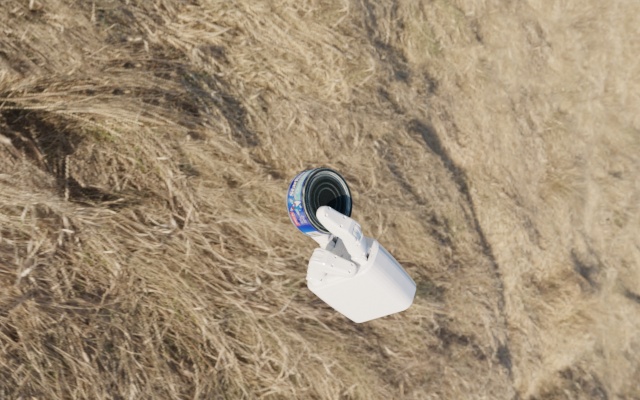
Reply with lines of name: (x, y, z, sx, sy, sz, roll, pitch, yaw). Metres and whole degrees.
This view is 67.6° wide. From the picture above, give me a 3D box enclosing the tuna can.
tuna can: (0.000, 0.002, 0.600, 0.086, 0.086, 0.034, 0, -7, -41)
